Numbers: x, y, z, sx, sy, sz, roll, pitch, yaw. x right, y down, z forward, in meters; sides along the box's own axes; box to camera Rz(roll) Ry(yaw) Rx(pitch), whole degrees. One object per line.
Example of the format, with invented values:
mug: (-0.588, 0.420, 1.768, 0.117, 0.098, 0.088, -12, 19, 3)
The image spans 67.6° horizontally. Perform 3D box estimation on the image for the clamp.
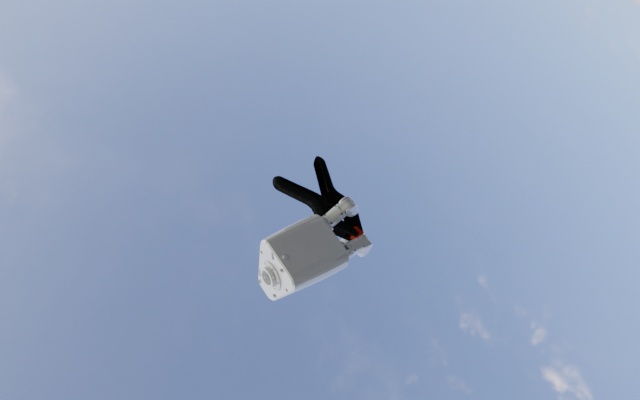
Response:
clamp: (0.000, 0.003, 0.806, 0.120, 0.171, 0.039, -23, -24, -33)
